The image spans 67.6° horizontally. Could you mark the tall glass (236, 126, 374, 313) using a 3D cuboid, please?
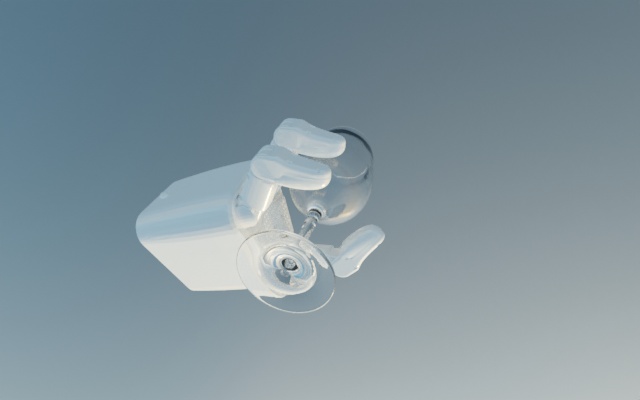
[{"bbox_3d":[0.000,0.002,0.418,0.079,0.079,0.201,0,31,18],"label":"tall glass"}]
